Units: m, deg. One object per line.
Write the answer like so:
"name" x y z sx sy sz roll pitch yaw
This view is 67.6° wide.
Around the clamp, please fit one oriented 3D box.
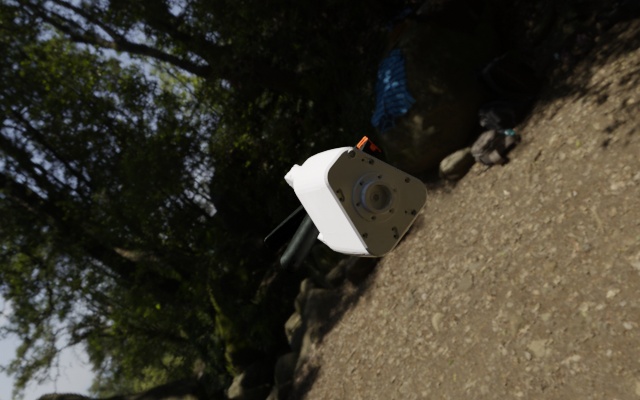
"clamp" 0.000 0.001 0.647 0.036 0.210 0.164 42 -13 -15
